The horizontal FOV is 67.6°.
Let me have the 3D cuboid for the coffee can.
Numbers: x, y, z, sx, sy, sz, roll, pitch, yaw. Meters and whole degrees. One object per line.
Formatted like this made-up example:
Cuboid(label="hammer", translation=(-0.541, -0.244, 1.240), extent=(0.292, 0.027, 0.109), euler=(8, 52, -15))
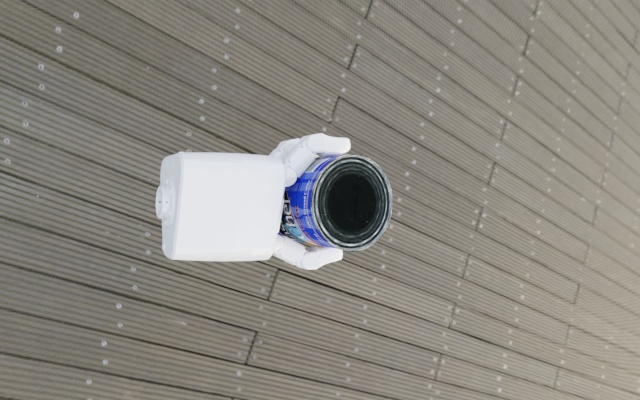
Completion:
Cuboid(label="coffee can", translation=(0.000, 0.002, 0.557), extent=(0.103, 0.103, 0.140), euler=(0, 0, -31))
